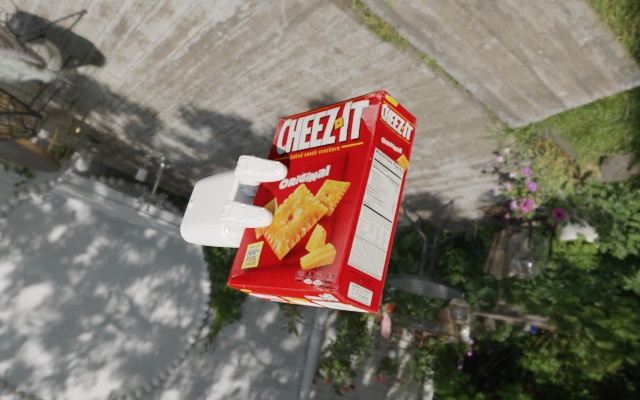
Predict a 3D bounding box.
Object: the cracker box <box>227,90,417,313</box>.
[{"bbox_3d":[0.000,0.002,0.511,0.164,0.213,0.072,-5,-27,44],"label":"cracker box"}]
